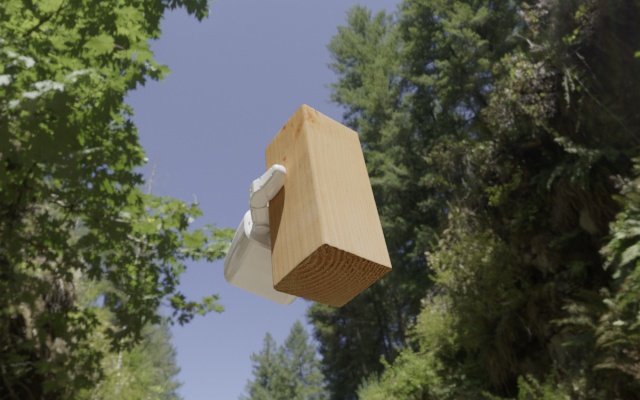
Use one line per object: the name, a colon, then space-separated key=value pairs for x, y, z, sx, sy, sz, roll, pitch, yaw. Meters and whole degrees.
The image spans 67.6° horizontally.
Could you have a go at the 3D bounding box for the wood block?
wood block: x=0.000 y=0.002 z=0.543 sx=0.091 sy=0.206 sz=0.090 roll=22 pitch=-50 yaw=-31
